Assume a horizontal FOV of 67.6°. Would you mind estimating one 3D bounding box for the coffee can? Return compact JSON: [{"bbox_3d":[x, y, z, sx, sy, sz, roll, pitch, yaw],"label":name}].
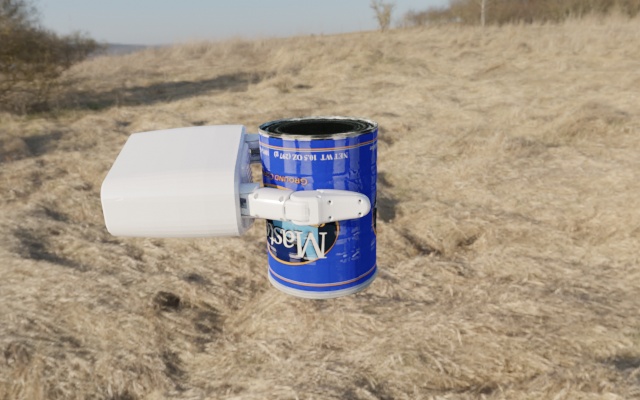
[{"bbox_3d":[0.000,0.002,0.428,0.103,0.140,0.102,-2,18,1],"label":"coffee can"}]
